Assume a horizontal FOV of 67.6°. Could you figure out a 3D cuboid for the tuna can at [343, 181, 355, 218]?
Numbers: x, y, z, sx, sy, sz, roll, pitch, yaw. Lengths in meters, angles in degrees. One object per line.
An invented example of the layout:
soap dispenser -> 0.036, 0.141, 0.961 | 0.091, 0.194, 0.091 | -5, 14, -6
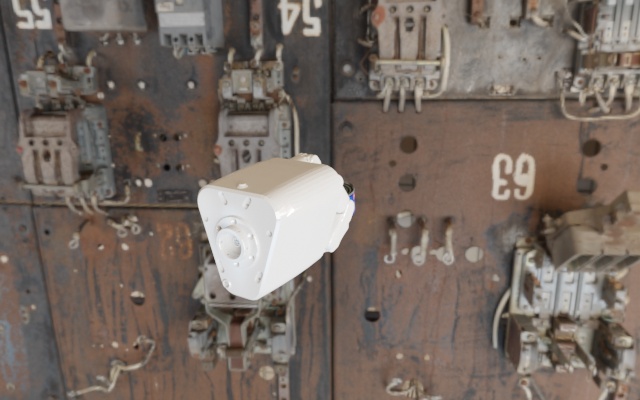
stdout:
tuna can -> 0.000, 0.002, 0.591 | 0.086, 0.034, 0.086 | -4, 20, 1
